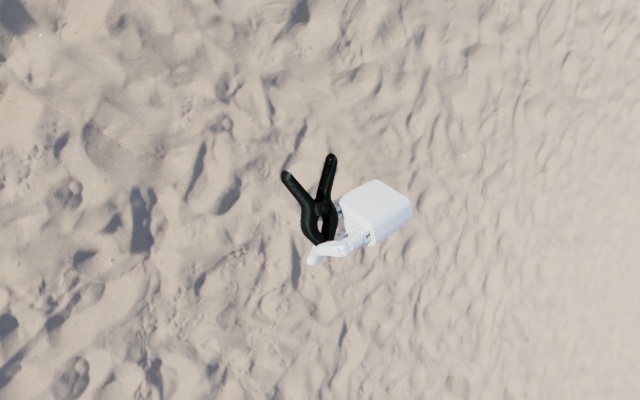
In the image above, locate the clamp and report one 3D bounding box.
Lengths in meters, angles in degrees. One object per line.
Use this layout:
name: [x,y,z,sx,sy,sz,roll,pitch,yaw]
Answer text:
clamp: [0.000,0.003,0.840,0.120,0.171,0.039,-30,28,-28]
